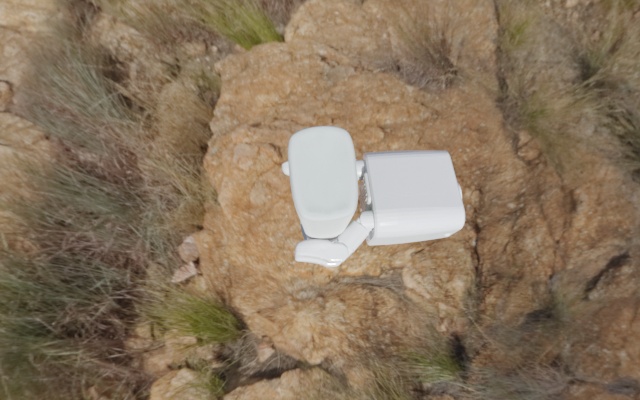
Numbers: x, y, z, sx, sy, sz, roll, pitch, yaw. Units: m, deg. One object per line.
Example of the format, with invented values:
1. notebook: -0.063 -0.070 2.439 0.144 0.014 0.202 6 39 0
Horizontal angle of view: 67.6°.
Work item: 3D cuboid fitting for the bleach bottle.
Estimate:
1. bleach bottle: 0.000 0.002 0.589 0.068 0.102 0.251 -5 -13 -3
